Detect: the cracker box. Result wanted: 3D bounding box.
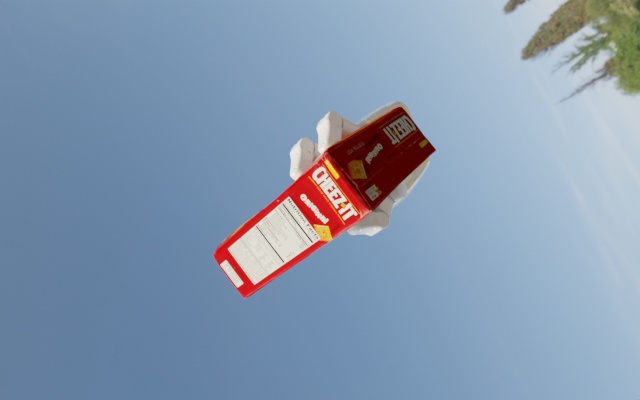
[{"bbox_3d":[0.000,0.002,0.518,0.214,0.072,0.164,-39,0,40],"label":"cracker box"}]
